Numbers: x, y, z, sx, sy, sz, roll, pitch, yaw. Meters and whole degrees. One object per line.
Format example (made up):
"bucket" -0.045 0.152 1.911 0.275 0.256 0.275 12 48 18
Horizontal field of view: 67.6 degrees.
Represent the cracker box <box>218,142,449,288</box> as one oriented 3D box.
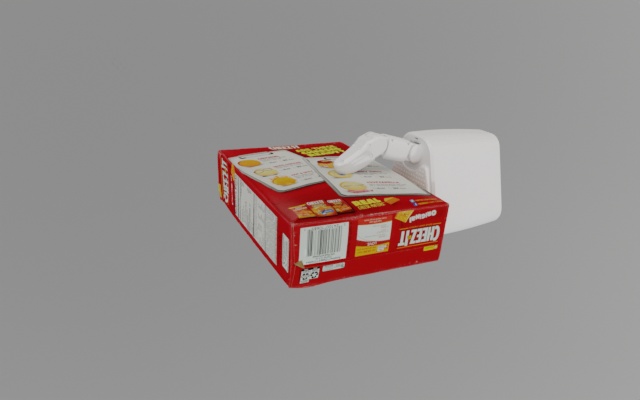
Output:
"cracker box" 0.000 0.002 0.506 0.164 0.072 0.213 -7 24 -26
